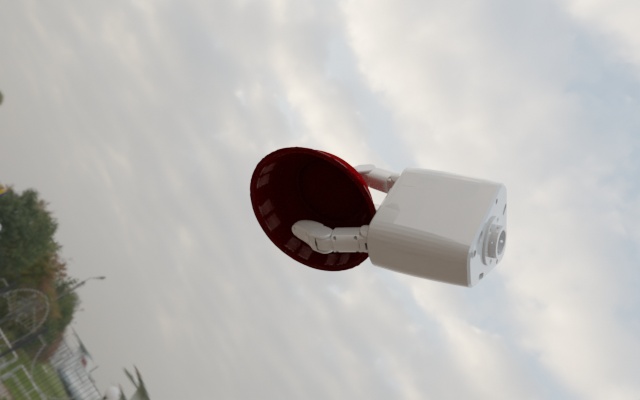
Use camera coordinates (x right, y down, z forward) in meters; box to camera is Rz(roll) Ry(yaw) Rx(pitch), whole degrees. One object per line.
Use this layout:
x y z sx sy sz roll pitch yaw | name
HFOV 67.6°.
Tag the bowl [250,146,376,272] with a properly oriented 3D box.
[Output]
-0.001 0.001 0.552 0.162 0.162 0.055 0 30 30 | bowl
